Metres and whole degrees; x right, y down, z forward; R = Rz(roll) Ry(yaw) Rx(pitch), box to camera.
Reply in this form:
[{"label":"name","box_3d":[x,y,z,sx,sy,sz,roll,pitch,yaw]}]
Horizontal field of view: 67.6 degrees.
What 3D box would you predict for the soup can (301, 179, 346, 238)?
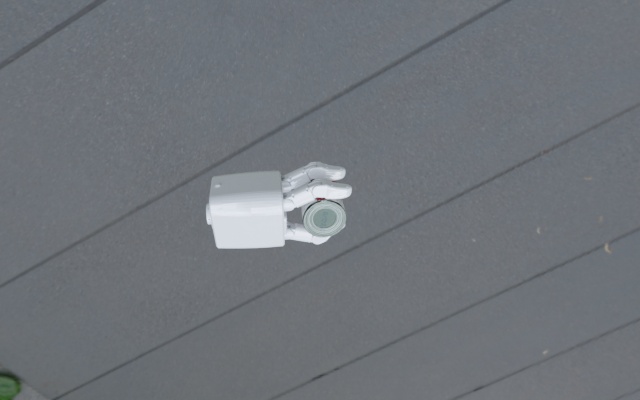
[{"label":"soup can","box_3d":[0.001,0.003,0.750,0.068,0.068,0.102,0,31,-8]}]
